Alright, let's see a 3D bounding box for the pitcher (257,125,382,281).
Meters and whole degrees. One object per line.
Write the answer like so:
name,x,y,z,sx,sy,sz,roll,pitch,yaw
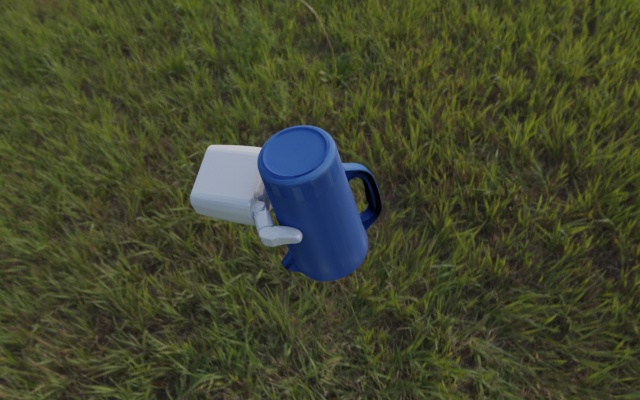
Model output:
pitcher,0.000,0.002,0.716,0.145,0.149,0.243,8,-34,20
